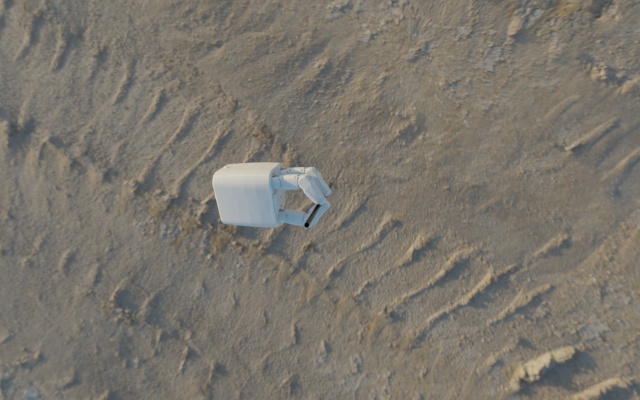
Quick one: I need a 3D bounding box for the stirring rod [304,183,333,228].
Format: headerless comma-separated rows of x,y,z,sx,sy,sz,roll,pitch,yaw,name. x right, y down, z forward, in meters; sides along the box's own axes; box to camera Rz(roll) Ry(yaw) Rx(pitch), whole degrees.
0.000,0.003,0.836,0.011,0.011,0.239,0,17,11,stirring rod
